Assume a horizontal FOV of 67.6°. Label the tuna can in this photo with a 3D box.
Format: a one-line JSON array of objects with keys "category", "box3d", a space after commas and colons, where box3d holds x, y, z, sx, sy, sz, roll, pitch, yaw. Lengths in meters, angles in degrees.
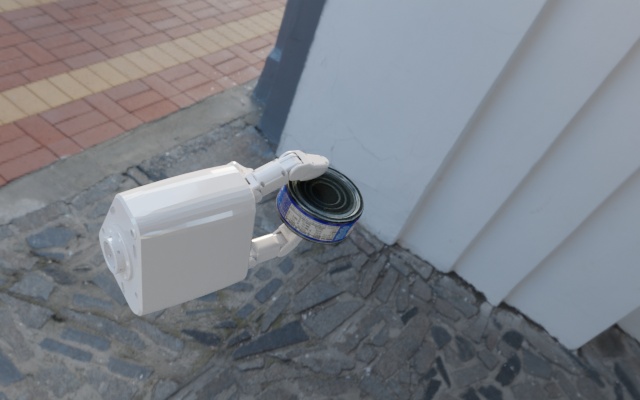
[{"category": "tuna can", "box3d": [0.000, 0.001, 0.485, 0.086, 0.086, 0.034, 0, -44, -30]}]
